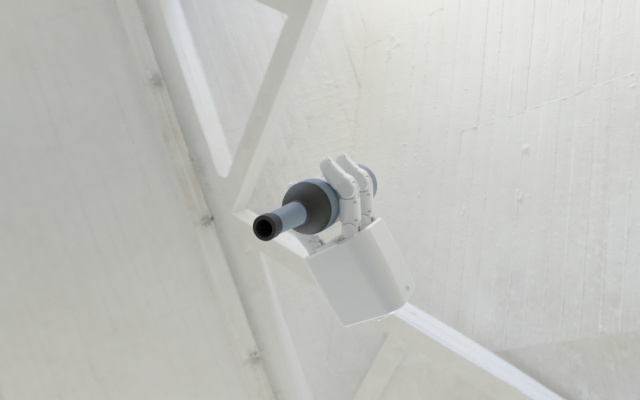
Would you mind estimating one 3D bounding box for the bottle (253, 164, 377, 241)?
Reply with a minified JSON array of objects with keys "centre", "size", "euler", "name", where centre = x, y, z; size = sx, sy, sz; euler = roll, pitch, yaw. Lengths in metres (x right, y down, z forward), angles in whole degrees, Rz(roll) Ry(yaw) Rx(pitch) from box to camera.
[{"centre":[0.000,0.002,0.612],"size":[0.069,0.069,0.295],"euler":[0,10,23],"name":"bottle"}]
